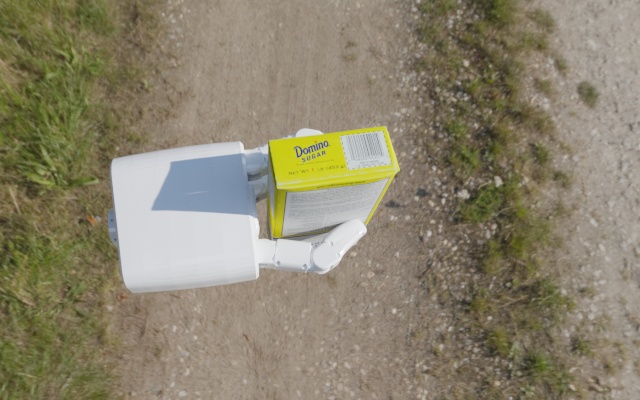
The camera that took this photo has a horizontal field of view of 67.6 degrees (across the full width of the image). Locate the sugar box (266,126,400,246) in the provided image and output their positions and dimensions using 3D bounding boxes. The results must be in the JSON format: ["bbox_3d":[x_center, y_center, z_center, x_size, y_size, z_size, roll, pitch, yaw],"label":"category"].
[{"bbox_3d":[0.000,0.001,0.423,0.093,0.048,0.176,-8,-19,-11],"label":"sugar box"}]
